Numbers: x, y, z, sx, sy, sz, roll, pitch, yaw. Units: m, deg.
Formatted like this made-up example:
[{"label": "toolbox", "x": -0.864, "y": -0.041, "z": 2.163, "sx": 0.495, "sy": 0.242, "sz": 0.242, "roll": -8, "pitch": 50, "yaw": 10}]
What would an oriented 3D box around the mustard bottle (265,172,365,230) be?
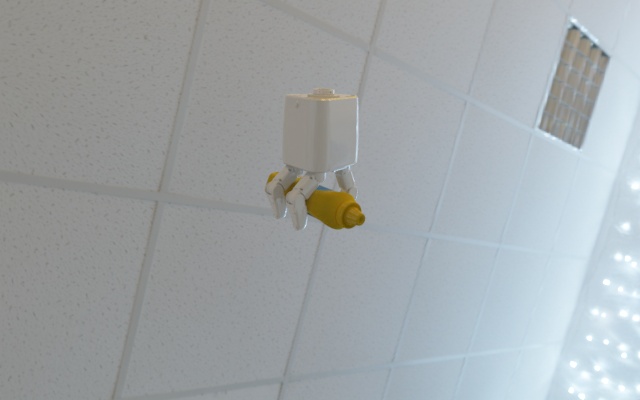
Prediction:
[{"label": "mustard bottle", "x": 0.000, "y": 0.003, "z": 0.750, "sx": 0.096, "sy": 0.058, "sz": 0.191, "roll": 19, "pitch": 2, "yaw": -41}]
